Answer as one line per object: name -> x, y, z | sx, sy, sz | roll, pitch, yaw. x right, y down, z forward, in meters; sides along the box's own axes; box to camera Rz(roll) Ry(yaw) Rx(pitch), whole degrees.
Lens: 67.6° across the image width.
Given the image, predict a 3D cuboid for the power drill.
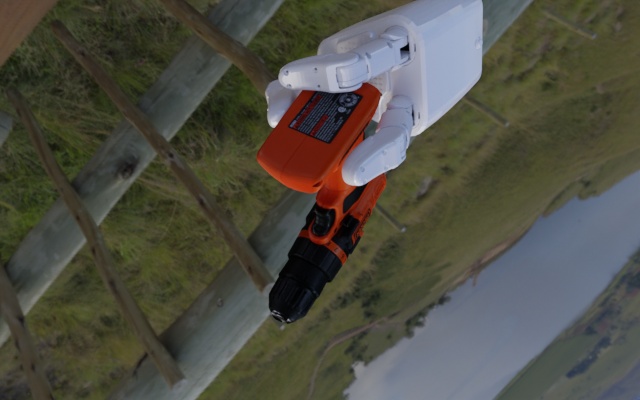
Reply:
power drill -> 0.000, 0.001, 0.407 | 0.057, 0.184, 0.188 | 23, -25, 17
